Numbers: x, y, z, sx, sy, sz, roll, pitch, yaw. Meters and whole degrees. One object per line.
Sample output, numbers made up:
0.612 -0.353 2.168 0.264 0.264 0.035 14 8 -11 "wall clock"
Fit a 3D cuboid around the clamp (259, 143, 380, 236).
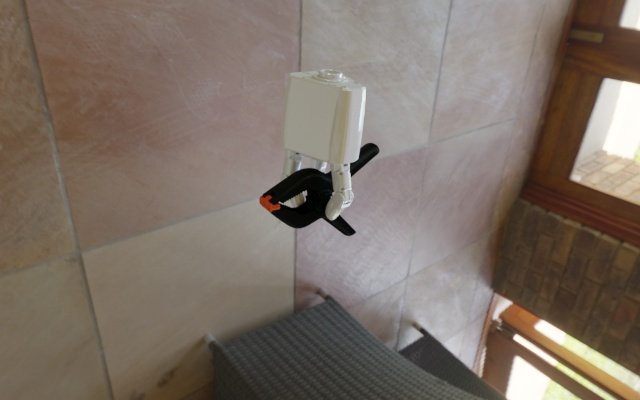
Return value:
0.000 0.003 0.728 0.210 0.165 0.036 -16 35 -37 "clamp"
